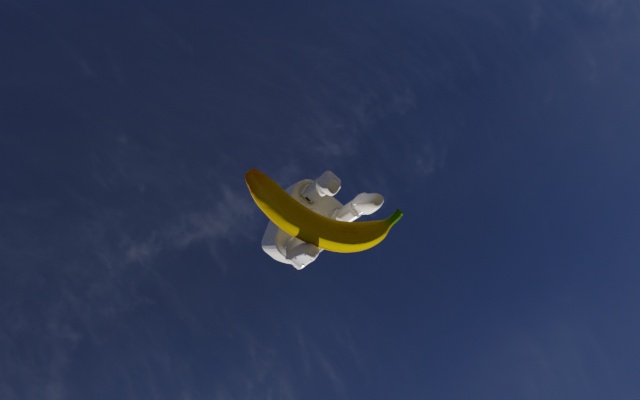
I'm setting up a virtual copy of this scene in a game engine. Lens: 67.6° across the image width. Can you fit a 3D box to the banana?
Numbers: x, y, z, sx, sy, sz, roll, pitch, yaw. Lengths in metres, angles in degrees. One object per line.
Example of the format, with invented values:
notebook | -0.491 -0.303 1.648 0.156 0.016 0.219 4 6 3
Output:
banana | -0.001 0.021 0.567 0.198 0.069 0.037 15 -7 -17
